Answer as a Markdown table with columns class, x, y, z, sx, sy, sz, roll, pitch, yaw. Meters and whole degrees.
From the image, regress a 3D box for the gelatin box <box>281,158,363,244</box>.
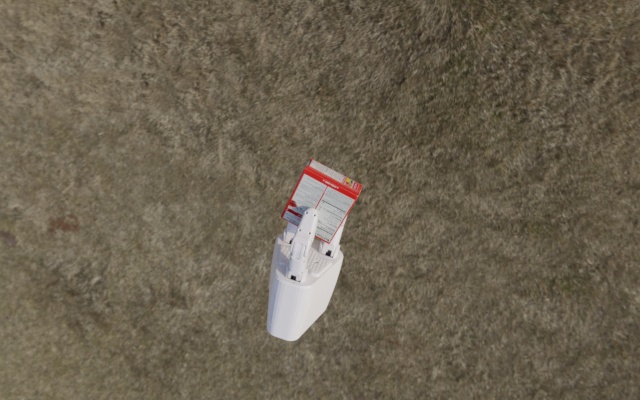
| class | x | y | z | sx | sy | sz | roll | pitch | yaw |
| --- | --- | --- | --- | --- | --- | --- | --- | --- | --- |
| gelatin box | 0.000 | 0.002 | 0.599 | 0.073 | 0.089 | 0.030 | 28 | 36 | -1 |
